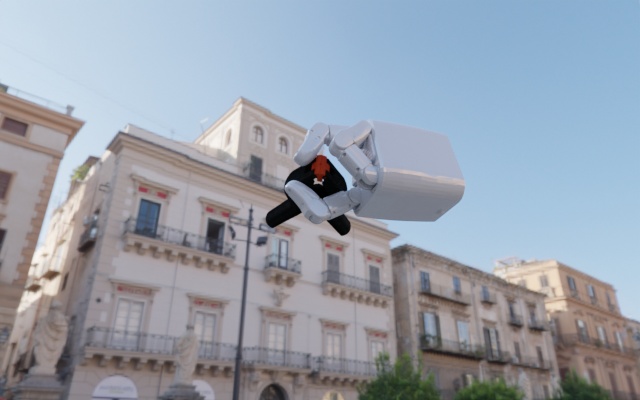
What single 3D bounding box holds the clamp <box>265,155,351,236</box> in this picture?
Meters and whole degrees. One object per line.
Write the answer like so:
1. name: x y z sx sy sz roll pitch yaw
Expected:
1. clamp: 0.000 0.001 0.622 0.120 0.039 0.171 6 -27 -14
